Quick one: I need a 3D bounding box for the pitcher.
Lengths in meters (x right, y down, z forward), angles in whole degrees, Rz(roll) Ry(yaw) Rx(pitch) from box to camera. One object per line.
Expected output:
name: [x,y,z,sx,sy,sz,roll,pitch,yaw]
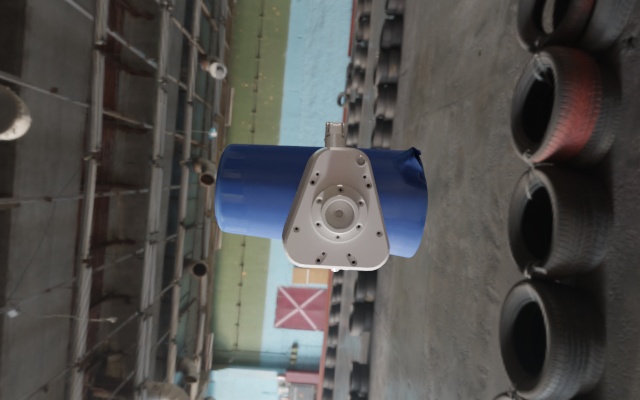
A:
pitcher: [0.000,0.002,0.592,0.243,0.149,0.145,5,3,-2]
